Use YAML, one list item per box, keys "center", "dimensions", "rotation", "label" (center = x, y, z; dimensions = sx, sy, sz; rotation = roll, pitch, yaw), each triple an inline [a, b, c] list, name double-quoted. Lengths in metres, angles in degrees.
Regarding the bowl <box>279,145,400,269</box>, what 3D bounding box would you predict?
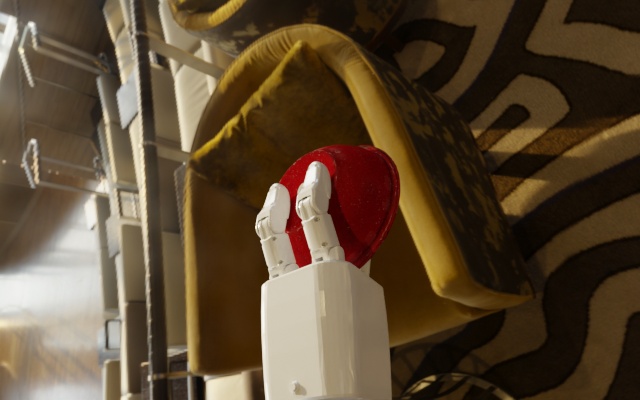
- center: [0.000, 0.000, 0.488]
  dimensions: [0.055, 0.162, 0.162]
  rotation: [33, -21, -36]
  label: "bowl"
